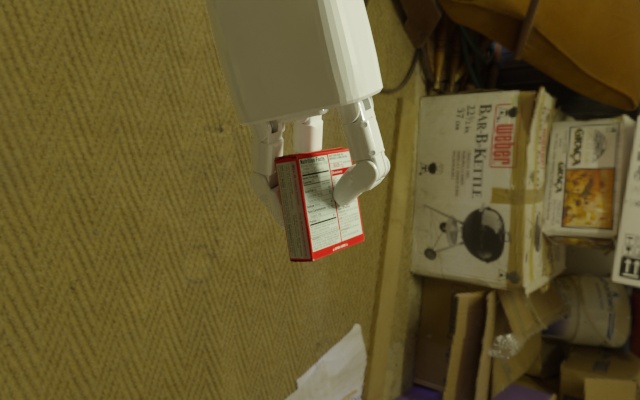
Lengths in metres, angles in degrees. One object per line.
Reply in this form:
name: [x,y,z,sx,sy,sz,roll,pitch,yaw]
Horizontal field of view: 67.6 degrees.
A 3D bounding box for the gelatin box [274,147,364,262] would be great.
gelatin box: [0.000,0.002,0.413,0.030,0.089,0.073,-5,6,41]
